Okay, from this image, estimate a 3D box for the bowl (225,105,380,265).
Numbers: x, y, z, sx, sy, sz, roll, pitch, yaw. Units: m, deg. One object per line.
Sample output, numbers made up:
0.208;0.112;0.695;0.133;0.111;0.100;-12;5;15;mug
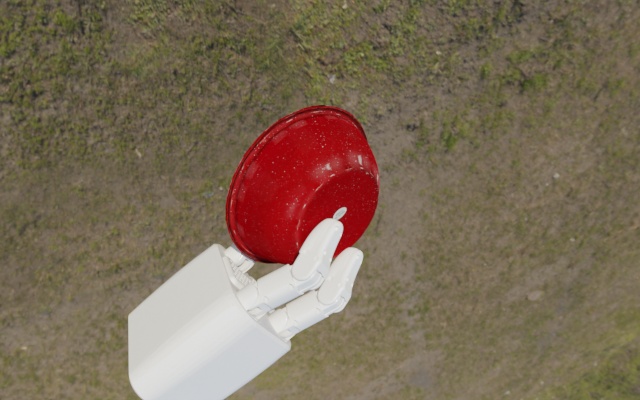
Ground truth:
0.001;0.001;0.423;0.162;0.162;0.055;0;27;-44;bowl
